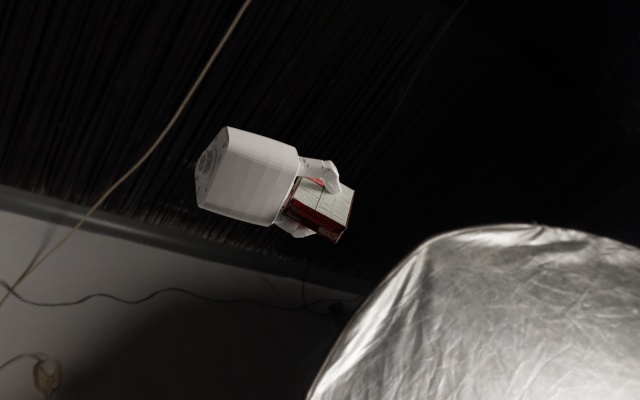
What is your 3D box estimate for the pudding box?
[{"bbox_3d":[0.000,0.002,0.715,0.090,0.039,0.113,31,33,-7],"label":"pudding box"}]
